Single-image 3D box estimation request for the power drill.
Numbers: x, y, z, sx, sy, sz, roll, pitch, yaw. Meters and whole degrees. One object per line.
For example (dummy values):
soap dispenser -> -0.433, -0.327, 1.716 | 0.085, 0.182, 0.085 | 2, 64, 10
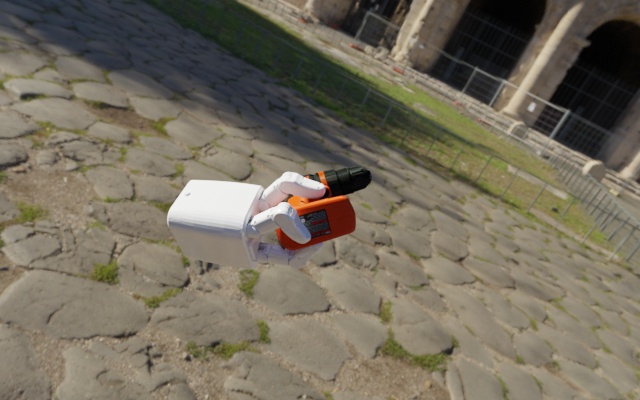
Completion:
power drill -> 0.000, 0.002, 0.702 | 0.184, 0.057, 0.187 | -17, 16, -1
